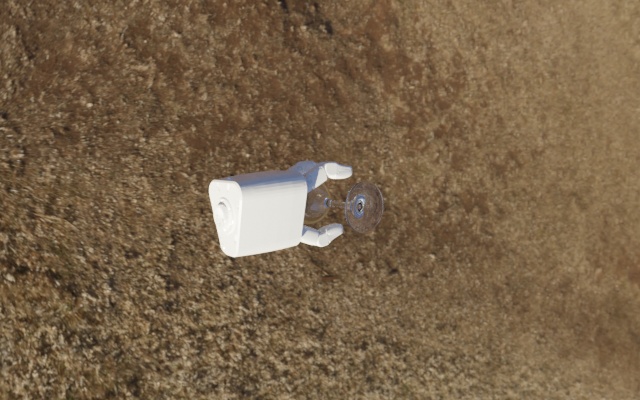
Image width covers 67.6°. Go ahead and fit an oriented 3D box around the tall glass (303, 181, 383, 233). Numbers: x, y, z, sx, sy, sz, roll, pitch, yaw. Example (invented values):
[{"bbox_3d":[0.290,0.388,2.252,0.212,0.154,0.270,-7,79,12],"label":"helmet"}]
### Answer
[{"bbox_3d":[0.001,0.003,0.752,0.079,0.079,0.201,0,4,-39],"label":"tall glass"}]
